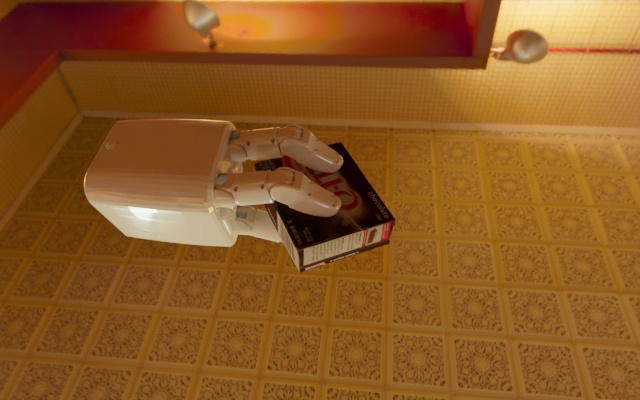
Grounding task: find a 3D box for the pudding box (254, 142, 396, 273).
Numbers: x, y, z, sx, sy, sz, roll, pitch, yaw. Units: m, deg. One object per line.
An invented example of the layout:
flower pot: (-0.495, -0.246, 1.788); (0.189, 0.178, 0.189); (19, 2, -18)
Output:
pudding box: (0.000, 0.002, 0.429); (0.090, 0.113, 0.039); (-16, -39, -17)
